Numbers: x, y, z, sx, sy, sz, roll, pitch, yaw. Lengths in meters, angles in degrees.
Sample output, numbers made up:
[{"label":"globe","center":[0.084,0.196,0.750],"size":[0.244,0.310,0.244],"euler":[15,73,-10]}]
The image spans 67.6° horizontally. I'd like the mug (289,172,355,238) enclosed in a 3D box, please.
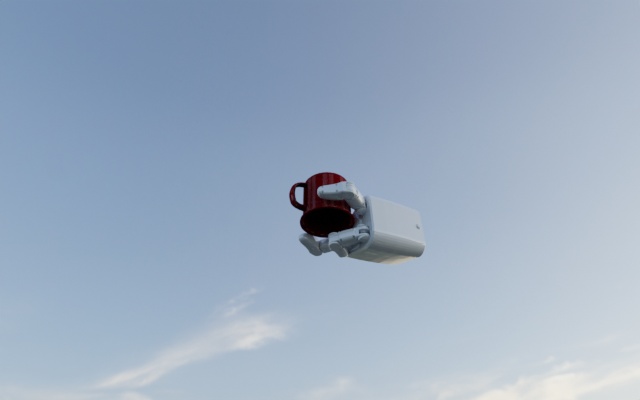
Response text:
[{"label":"mug","center":[-0.001,0.002,0.818],"size":[0.117,0.081,0.093],"euler":[16,-41,-21]}]
